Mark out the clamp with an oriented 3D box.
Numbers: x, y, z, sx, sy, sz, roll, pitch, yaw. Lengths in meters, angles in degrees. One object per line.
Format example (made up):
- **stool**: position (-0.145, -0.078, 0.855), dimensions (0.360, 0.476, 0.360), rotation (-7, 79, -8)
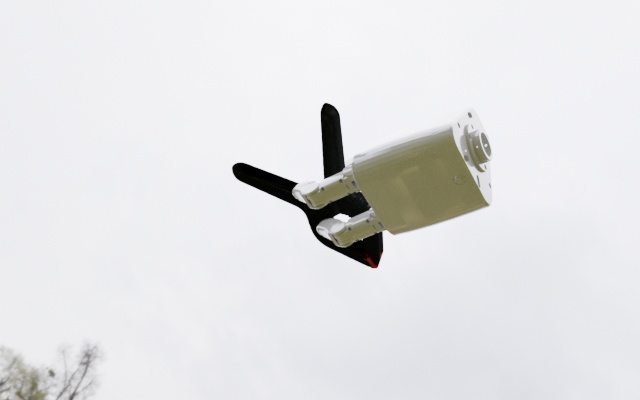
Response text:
- **clamp**: position (0.001, 0.002, 0.572), dimensions (0.164, 0.210, 0.036), rotation (-19, 26, 34)
